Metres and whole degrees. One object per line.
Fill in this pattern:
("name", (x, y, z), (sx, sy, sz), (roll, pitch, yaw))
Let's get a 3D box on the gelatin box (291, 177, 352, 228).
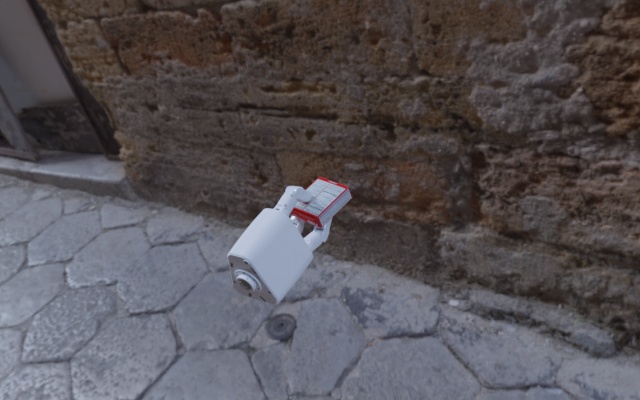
("gelatin box", (0.000, 0.002, 0.847), (0.073, 0.030, 0.089), (21, 55, 40))
